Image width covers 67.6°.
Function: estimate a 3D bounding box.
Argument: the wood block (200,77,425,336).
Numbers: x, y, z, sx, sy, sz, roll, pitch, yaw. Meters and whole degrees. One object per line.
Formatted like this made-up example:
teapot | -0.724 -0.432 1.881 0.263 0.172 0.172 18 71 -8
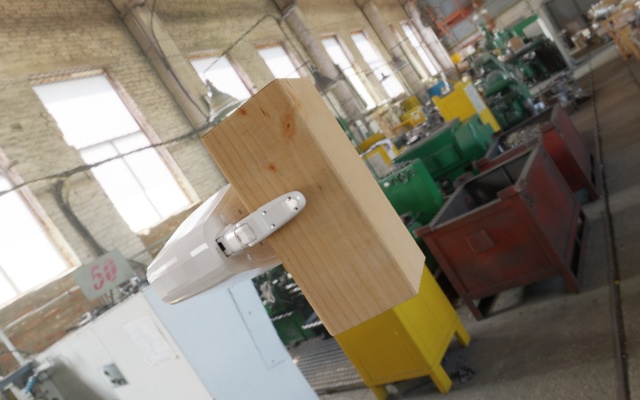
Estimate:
wood block | 0.000 0.002 0.432 0.090 0.206 0.090 -32 4 22
